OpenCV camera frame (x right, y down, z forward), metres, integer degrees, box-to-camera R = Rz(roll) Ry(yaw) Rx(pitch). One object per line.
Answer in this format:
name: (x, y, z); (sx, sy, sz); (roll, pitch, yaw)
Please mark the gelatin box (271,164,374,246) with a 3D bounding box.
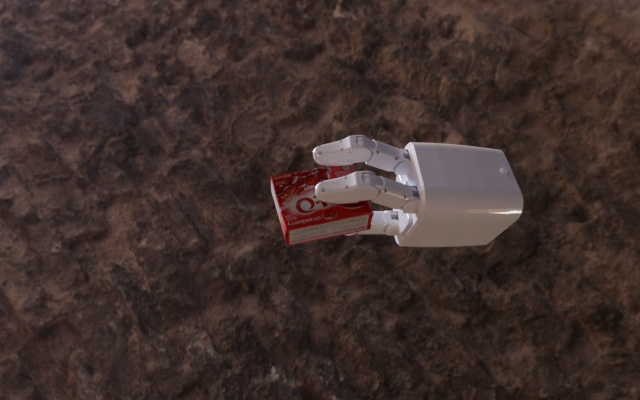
gelatin box: (0.000, 0.002, 0.485); (0.089, 0.073, 0.030); (-11, -39, -11)
